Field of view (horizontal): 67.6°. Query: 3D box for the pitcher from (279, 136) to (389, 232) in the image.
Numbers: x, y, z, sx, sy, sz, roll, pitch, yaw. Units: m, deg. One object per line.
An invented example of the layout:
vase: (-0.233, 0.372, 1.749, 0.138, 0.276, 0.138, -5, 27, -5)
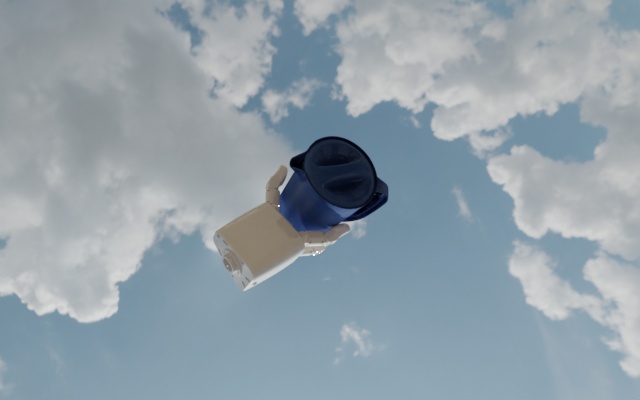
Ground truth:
pitcher: (0.000, 0.003, 0.870, 0.145, 0.149, 0.243, -34, -7, -33)
